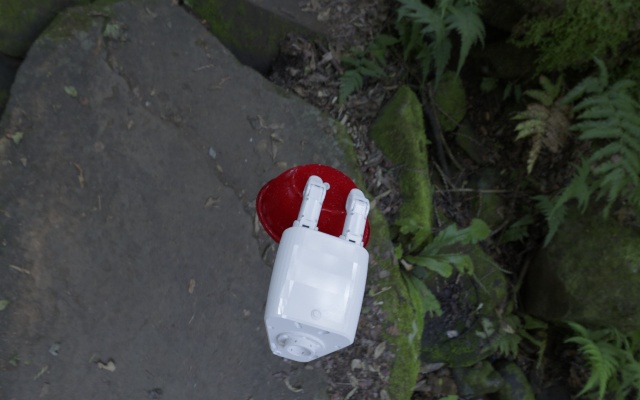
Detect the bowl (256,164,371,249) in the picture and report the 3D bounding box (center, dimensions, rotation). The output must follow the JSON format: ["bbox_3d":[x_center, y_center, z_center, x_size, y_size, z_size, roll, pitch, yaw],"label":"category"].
[{"bbox_3d":[0.000,0.001,0.626,0.162,0.055,0.162,14,40,-12],"label":"bowl"}]
